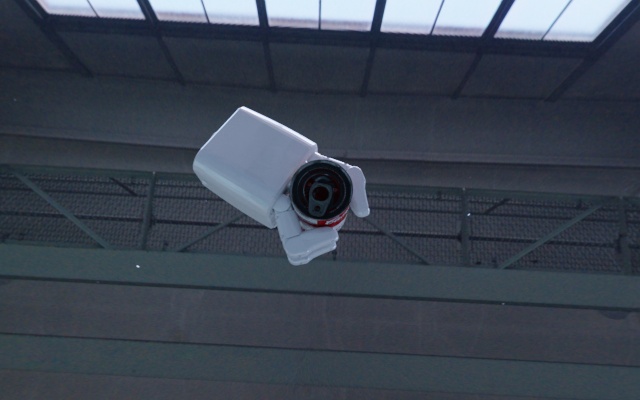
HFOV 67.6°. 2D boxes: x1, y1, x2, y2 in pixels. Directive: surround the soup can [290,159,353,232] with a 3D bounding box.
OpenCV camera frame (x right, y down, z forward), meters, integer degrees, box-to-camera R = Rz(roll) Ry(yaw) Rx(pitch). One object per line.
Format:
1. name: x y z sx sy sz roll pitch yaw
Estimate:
1. soup can: 0.001 0.002 0.555 0.068 0.068 0.102 0 -16 -1
